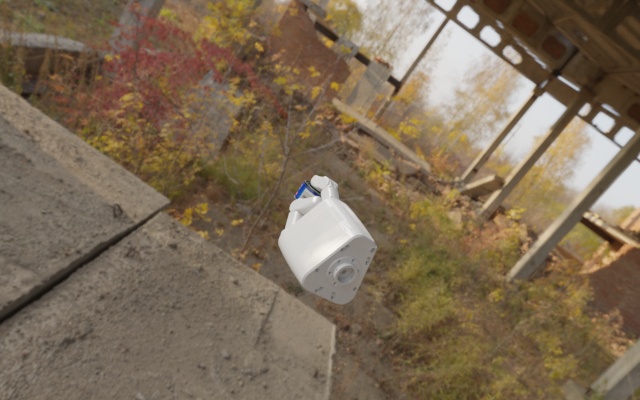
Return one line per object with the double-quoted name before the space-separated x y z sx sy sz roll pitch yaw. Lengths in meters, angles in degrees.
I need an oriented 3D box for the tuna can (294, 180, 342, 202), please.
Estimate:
"tuna can" 0.000 0.002 0.796 0.086 0.034 0.086 32 9 -6
